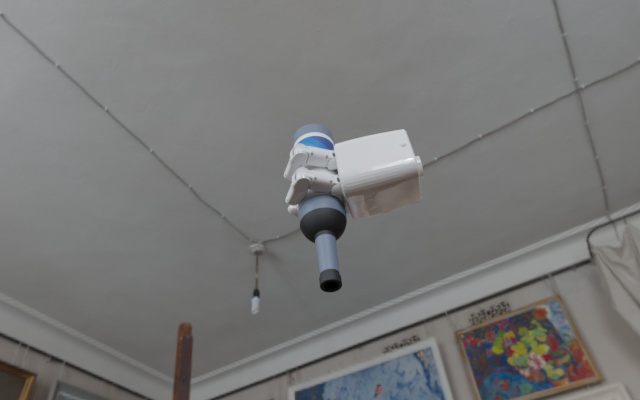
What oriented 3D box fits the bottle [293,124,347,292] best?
[{"bbox_3d":[0.000,0.002,0.686,0.069,0.069,0.295,0,44,-7],"label":"bottle"}]
